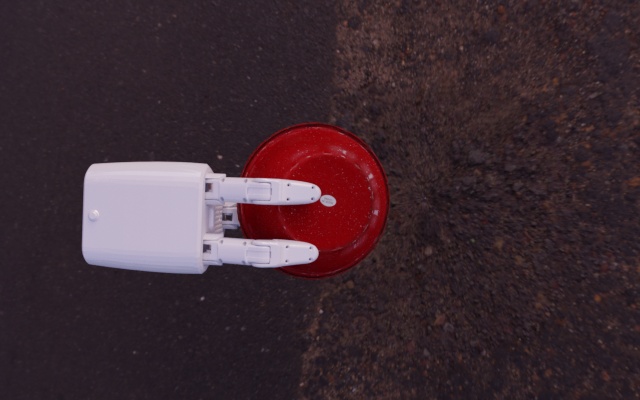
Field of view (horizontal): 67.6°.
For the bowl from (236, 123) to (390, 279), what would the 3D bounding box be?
[{"bbox_3d":[0.001,0.001,0.468,0.162,0.162,0.055,0,1,-12],"label":"bowl"}]
